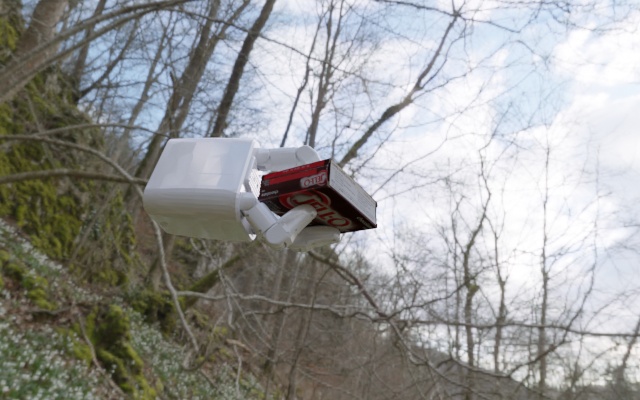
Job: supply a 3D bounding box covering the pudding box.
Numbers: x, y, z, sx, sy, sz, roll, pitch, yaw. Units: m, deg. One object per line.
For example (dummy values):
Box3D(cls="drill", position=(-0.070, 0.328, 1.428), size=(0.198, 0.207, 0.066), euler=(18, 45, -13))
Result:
Box3D(cls="pudding box", position=(0.000, 0.002, 0.529), size=(0.090, 0.039, 0.113), euler=(-11, -28, 31))
